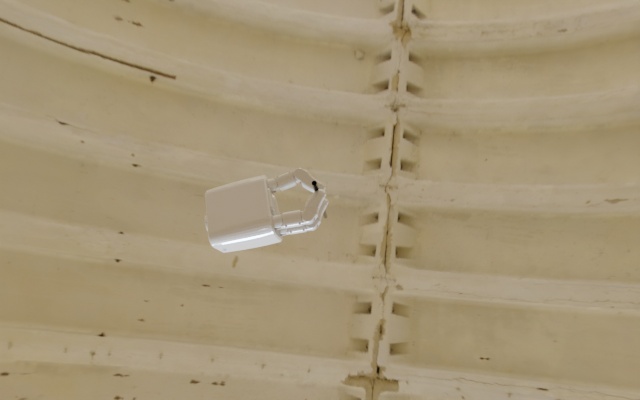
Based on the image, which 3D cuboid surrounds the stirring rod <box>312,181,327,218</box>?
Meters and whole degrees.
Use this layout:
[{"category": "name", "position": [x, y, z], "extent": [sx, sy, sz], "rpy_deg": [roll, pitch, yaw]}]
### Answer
[{"category": "stirring rod", "position": [0.000, 0.003, 0.851], "extent": [0.011, 0.011, 0.239], "rpy_deg": [0, -14, 5]}]
